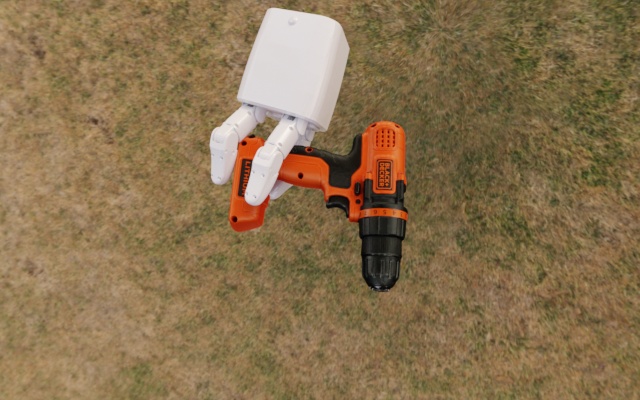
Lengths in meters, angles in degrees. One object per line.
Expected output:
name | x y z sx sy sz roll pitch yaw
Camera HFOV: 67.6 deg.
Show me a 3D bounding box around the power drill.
power drill | 0.000 0.001 0.519 0.187 0.184 0.057 3 -16 3
